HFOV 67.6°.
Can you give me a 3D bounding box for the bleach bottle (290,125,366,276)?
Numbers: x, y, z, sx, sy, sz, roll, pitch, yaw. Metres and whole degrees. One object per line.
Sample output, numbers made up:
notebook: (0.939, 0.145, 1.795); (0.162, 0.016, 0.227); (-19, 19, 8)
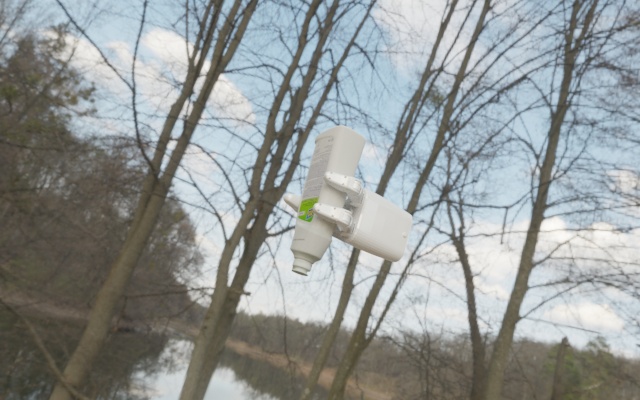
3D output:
bleach bottle: (0.000, 0.003, 0.797); (0.068, 0.250, 0.102); (26, -20, -23)
